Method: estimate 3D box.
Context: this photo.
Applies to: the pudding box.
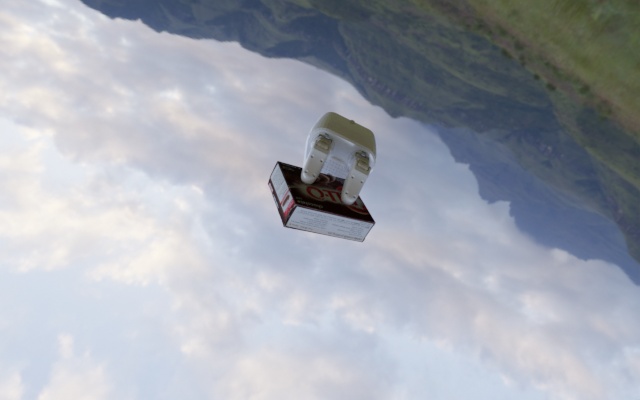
[{"bbox_3d":[0.000,0.002,0.579,0.113,0.039,0.090,11,31,-28],"label":"pudding box"}]
